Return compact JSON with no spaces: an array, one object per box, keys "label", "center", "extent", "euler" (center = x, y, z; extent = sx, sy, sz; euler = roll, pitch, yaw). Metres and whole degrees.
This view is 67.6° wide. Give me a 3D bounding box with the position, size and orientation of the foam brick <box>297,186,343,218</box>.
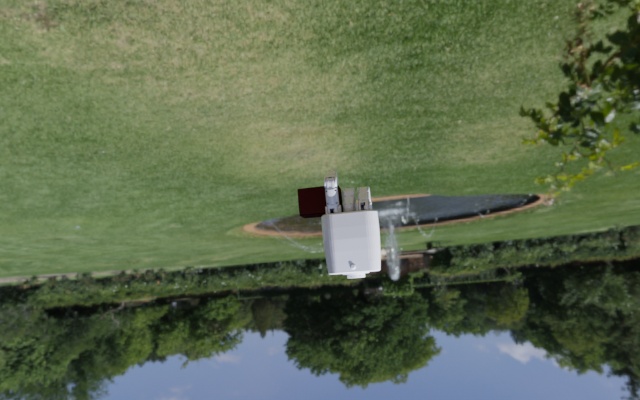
[{"label":"foam brick","center":[0.000,0.003,0.884],"extent":[0.078,0.051,0.053],"euler":[-6,-7,8]}]
